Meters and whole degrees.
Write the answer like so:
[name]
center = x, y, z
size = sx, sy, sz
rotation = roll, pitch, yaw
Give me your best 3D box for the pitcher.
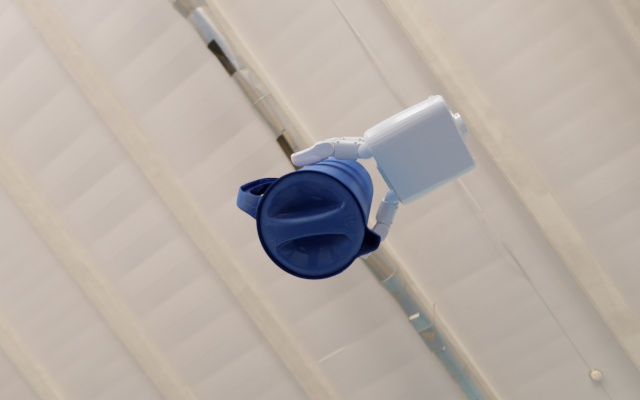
[pitcher]
center = 0.000, 0.002, 0.666
size = 0.145, 0.149, 0.242
rotation = -30, 5, 16
